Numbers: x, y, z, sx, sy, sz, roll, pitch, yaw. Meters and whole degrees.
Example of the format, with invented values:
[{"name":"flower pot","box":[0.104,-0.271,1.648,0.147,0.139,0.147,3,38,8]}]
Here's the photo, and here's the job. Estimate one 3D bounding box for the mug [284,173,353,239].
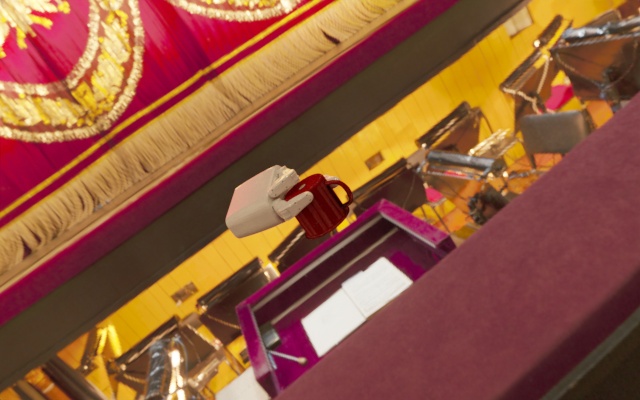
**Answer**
[{"name":"mug","box":[0.001,0.002,0.822,0.117,0.081,0.093,-24,21,28]}]
